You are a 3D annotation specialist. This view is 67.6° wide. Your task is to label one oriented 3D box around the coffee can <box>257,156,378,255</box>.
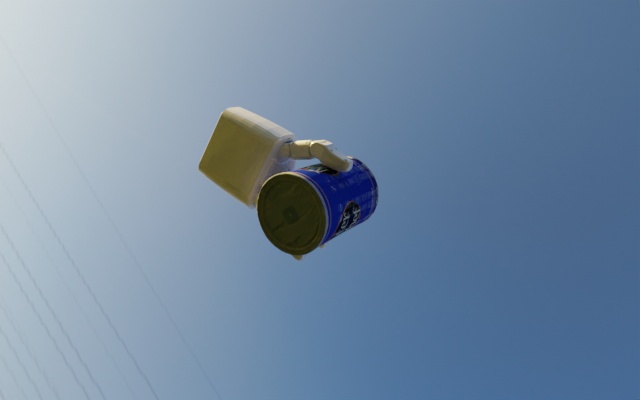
[{"bbox_3d":[0.000,0.002,0.629,0.103,0.103,0.140,0,13,34],"label":"coffee can"}]
